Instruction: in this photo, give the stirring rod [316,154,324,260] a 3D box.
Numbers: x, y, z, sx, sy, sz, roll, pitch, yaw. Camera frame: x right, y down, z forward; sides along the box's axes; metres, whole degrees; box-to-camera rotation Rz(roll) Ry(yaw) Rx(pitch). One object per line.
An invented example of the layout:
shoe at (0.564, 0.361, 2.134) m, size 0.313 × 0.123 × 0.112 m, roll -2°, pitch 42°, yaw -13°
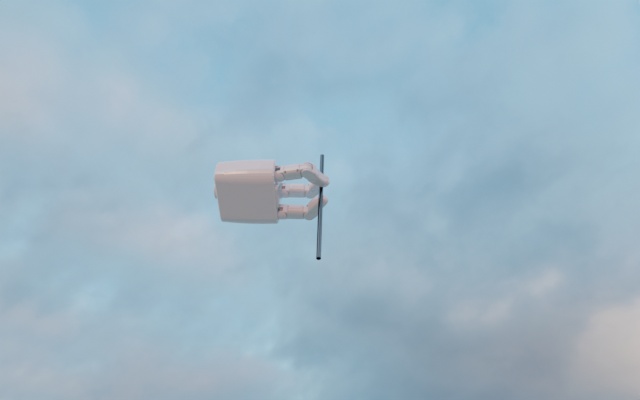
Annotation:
stirring rod at (0.000, 0.003, 0.825) m, size 0.011 × 0.239 × 0.011 m, roll 1°, pitch -43°, yaw 1°
